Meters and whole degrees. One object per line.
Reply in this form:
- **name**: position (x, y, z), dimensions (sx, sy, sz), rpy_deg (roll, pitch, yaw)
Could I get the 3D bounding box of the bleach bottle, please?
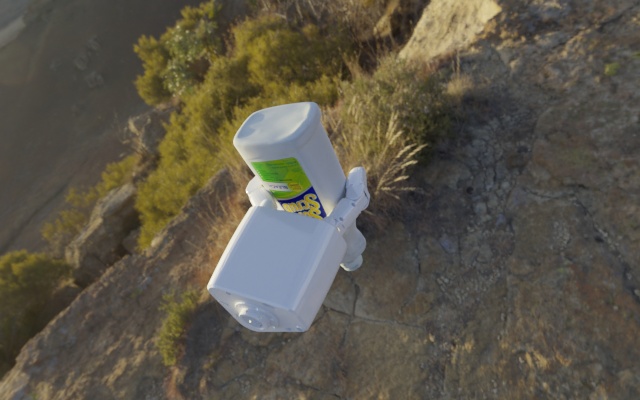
- **bleach bottle**: position (0.000, 0.002, 0.580), dimensions (0.102, 0.068, 0.251), rpy_deg (0, -43, 34)
